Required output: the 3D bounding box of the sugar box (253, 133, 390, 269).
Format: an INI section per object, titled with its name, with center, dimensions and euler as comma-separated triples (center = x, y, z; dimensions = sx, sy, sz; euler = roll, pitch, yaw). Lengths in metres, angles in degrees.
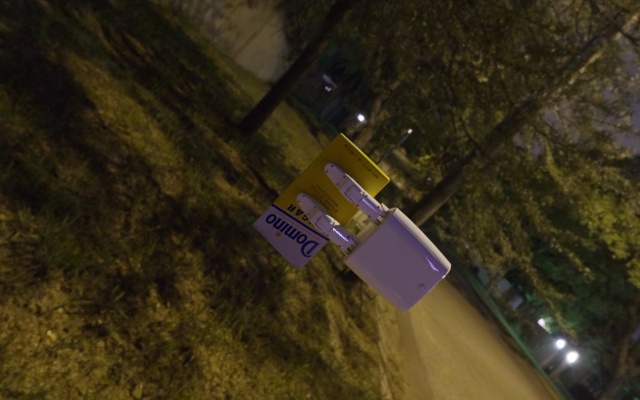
[sugar box]
center = 0.000, 0.002, 0.653
dimensions = 0.093, 0.176, 0.048
euler = 44, 9, 1
